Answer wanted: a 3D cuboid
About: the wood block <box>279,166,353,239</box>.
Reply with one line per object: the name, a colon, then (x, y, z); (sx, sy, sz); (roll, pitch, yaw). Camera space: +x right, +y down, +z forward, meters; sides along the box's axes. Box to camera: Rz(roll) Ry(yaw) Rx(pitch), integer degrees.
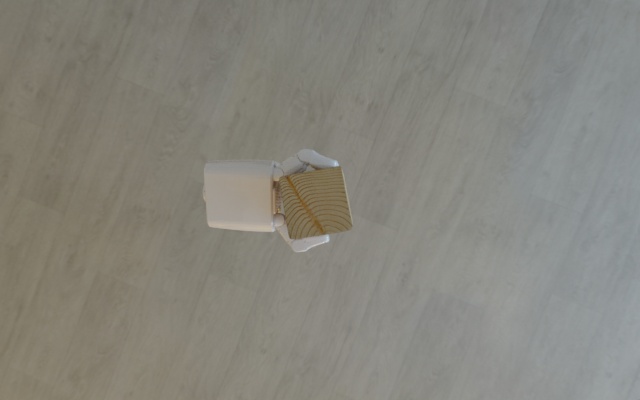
wood block: (0.000, 0.003, 0.751); (0.090, 0.091, 0.206); (-10, 0, 4)
